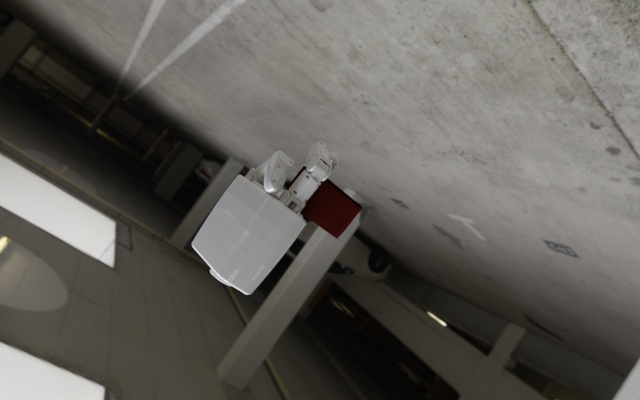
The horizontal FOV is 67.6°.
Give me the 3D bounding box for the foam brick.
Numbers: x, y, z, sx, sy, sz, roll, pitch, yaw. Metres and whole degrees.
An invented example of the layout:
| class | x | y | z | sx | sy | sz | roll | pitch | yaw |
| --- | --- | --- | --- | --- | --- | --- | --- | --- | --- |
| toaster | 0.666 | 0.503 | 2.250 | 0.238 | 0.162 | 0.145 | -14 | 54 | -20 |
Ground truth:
| class | x | y | z | sx | sy | sz | roll | pitch | yaw |
| --- | --- | --- | --- | --- | --- | --- | --- | --- | --- |
| foam brick | 0.000 | 0.002 | 0.591 | 0.078 | 0.051 | 0.053 | 38 | -5 | -25 |
